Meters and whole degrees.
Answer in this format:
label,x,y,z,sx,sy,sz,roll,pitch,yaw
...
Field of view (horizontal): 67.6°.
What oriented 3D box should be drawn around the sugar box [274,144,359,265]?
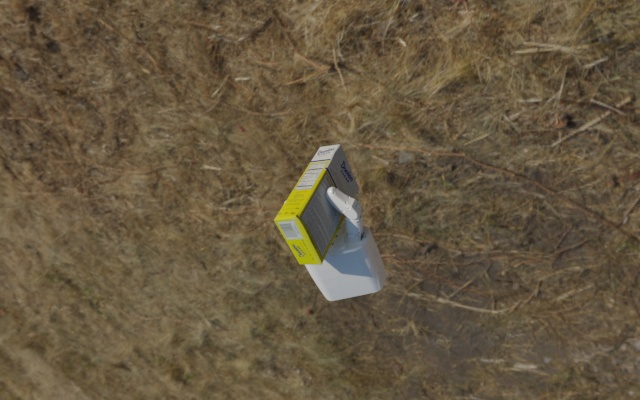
label,x,y,z,sx,sy,sz,roll,pitch,yaw
sugar box,0.000,0.003,0.727,0.048,0.093,0.176,-5,37,29
